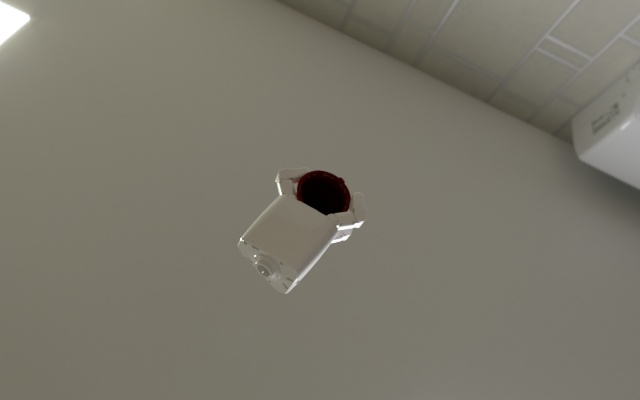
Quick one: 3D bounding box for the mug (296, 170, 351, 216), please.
[{"bbox_3d":[0.001,0.002,0.813,0.117,0.093,0.081,-47,-6,-36],"label":"mug"}]
